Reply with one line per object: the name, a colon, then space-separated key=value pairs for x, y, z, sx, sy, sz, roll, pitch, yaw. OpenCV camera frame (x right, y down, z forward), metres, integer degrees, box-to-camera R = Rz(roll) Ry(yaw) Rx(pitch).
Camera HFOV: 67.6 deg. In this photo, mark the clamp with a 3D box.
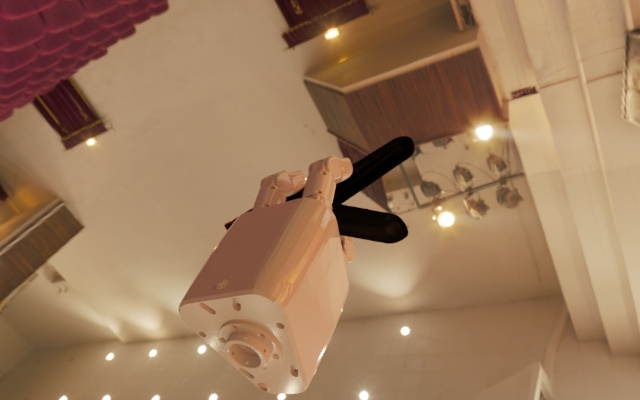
clamp: x=0.000 y=0.002 z=0.479 sx=0.210 sy=0.036 sz=0.164 roll=-14 pitch=27 yaw=29
